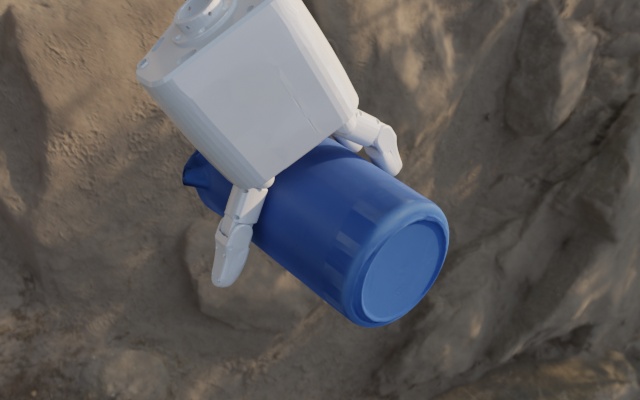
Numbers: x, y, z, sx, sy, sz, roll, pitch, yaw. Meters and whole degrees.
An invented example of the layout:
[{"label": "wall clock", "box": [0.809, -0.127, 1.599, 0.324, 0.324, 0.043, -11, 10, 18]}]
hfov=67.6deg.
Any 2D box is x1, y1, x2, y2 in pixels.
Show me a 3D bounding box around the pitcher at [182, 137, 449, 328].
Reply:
[{"label": "pitcher", "box": [0.000, 0.001, 0.439, 0.242, 0.149, 0.145, 34, -12, 44]}]
